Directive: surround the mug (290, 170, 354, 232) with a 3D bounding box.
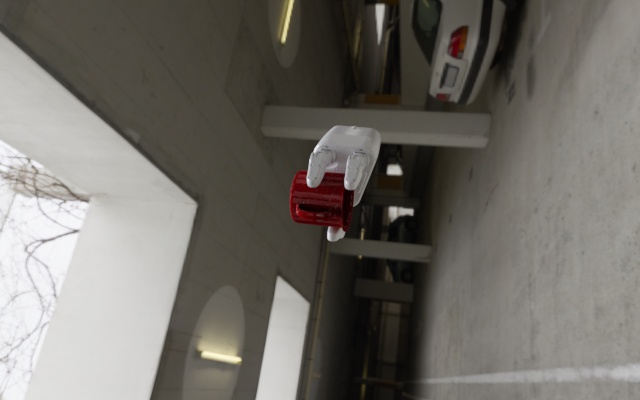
[{"bbox_3d":[0.000,0.003,0.711,0.081,0.093,0.117,5,26,13],"label":"mug"}]
